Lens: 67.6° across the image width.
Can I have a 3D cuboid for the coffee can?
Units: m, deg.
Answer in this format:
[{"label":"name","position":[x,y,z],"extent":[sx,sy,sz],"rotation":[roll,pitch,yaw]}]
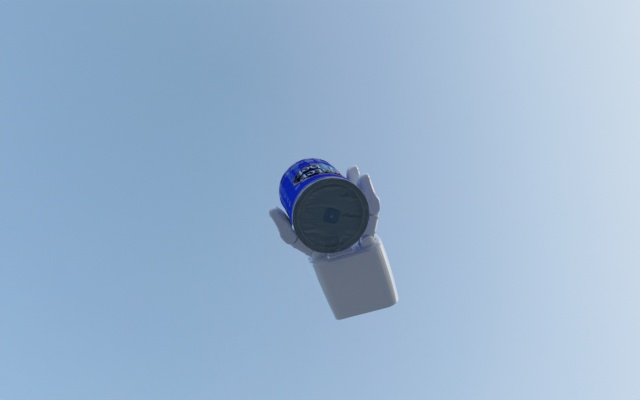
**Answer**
[{"label":"coffee can","position":[0.000,0.002,0.679],"extent":[0.103,0.103,0.140],"rotation":[0,16,-13]}]
